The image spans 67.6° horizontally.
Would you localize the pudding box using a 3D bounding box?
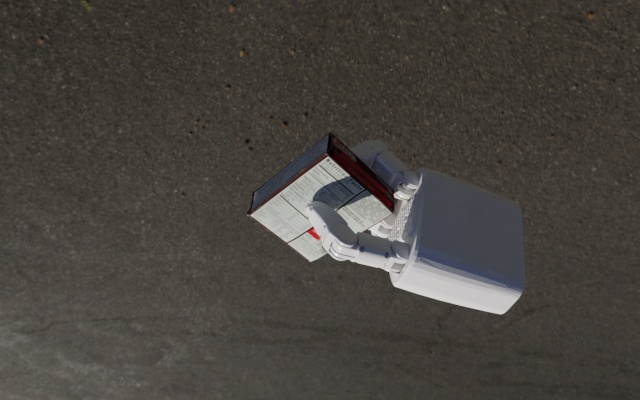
[{"bbox_3d":[0.000,0.002,0.455,0.113,0.039,0.090,-35,-63,29],"label":"pudding box"}]
